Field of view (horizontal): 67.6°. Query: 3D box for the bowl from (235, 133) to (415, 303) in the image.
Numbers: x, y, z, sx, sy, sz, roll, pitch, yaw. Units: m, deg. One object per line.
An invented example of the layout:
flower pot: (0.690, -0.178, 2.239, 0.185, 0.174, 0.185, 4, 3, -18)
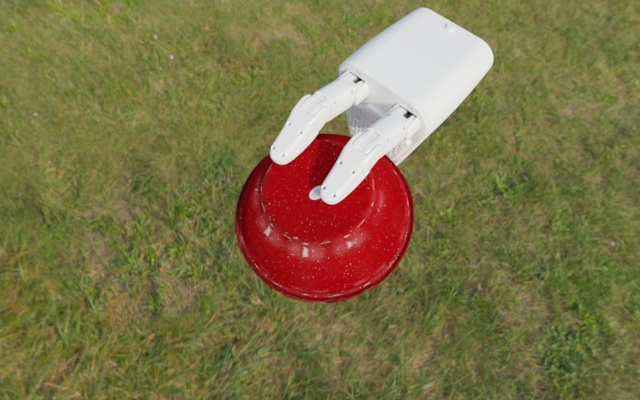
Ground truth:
bowl: (-0.001, 0.002, 0.404, 0.162, 0.162, 0.055, 0, -22, 6)
